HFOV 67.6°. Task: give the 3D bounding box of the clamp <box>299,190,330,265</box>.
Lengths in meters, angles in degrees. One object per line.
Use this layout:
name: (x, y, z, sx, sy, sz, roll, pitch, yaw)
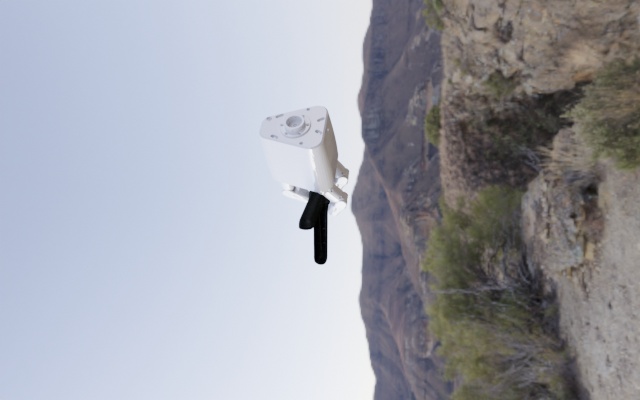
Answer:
clamp: (-0.001, 0.002, 0.863, 0.036, 0.209, 0.165, 2, -35, 10)
